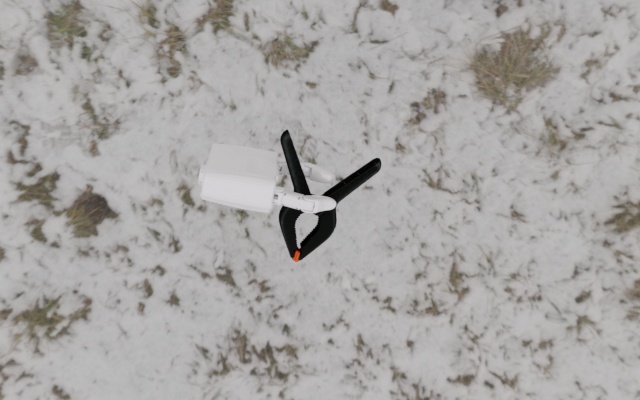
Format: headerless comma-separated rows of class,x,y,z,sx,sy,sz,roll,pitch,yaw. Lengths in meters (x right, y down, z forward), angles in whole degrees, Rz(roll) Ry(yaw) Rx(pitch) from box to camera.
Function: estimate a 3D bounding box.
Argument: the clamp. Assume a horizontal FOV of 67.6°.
clamp,0.000,0.003,0.763,0.164,0.210,0.036,9,19,-11
